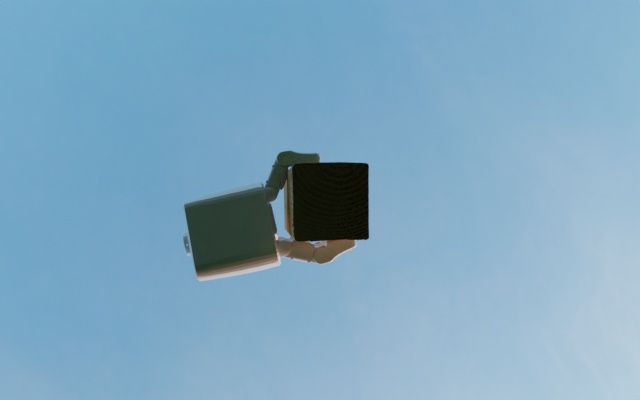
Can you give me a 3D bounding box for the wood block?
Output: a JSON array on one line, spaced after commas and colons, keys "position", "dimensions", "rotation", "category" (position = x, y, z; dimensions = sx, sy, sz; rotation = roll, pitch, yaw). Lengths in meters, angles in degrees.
[{"position": [0.000, 0.002, 0.641], "dimensions": [0.090, 0.091, 0.206], "rotation": [-1, 0, -7], "category": "wood block"}]
